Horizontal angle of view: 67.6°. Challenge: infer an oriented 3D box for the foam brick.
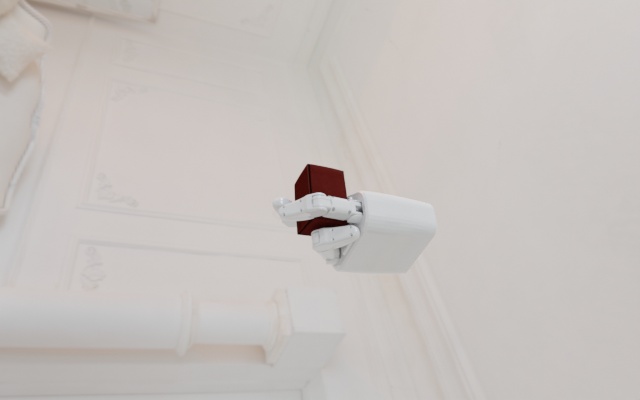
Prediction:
[{"bbox_3d":[0.000,0.002,0.610,0.051,0.078,0.053,7,-30,-22],"label":"foam brick"}]
